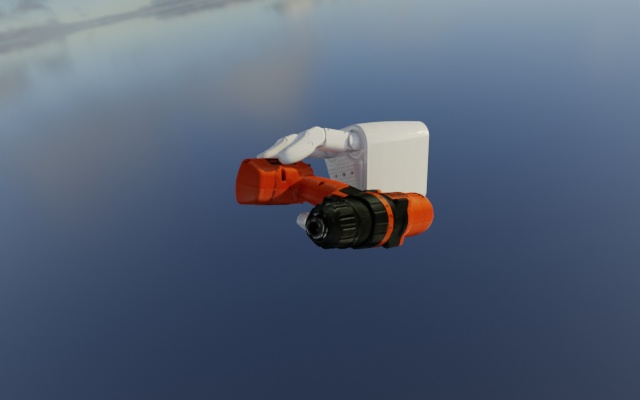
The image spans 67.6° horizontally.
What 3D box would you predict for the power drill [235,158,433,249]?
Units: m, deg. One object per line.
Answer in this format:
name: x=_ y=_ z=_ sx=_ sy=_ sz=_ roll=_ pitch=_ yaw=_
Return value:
power drill: x=0.000 y=0.001 z=0.494 sx=0.187 sy=0.057 sz=0.184 roll=20 pitch=13 yaw=36
